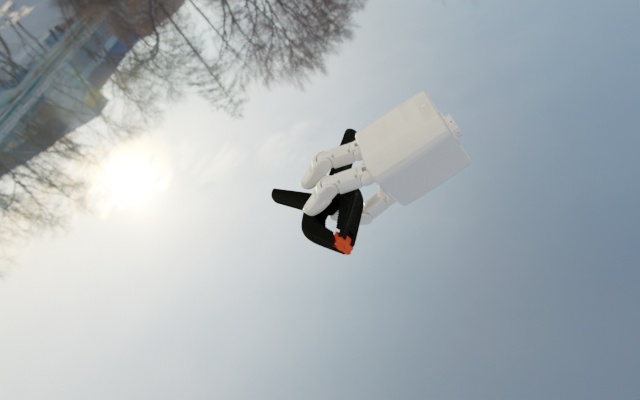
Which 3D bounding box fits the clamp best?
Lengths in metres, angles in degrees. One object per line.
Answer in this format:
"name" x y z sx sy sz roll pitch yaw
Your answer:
"clamp" 0.001 0.003 0.658 0.164 0.209 0.036 -35 -54 20
